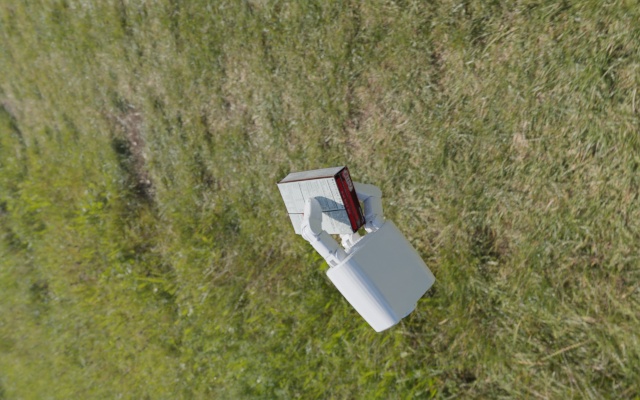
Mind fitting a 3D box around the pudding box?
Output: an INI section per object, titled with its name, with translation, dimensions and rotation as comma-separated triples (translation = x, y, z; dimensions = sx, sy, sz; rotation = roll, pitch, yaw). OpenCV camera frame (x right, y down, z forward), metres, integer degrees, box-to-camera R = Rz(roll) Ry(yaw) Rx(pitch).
[pudding box]
translation = 0.000, 0.002, 0.678
dimensions = 0.113, 0.090, 0.039
rotation = -5, 23, 38
